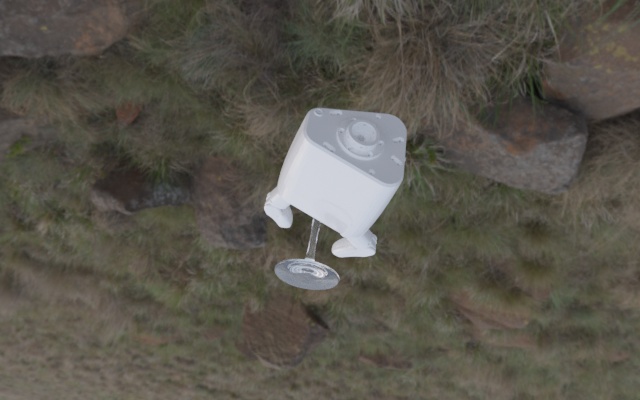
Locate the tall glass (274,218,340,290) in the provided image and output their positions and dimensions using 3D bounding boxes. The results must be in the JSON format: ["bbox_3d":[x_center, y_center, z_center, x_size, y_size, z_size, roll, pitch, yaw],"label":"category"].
[{"bbox_3d":[0.000,0.003,0.587,0.079,0.201,0.079,7,-33,5],"label":"tall glass"}]
